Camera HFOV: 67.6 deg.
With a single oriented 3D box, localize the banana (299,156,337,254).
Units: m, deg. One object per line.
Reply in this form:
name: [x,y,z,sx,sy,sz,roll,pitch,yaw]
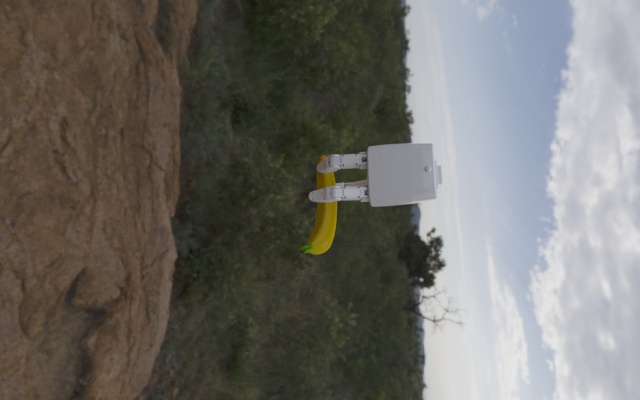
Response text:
banana: [0.005,0.016,0.822,0.037,0.197,0.070,-4,-36,19]
